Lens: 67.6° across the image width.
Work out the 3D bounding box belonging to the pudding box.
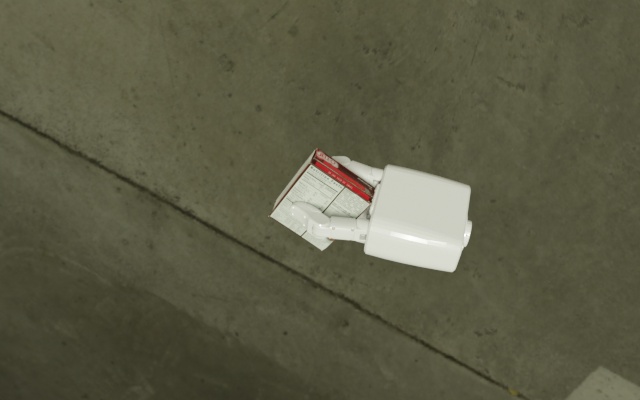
[{"bbox_3d":[0.000,0.002,0.596,0.090,0.113,0.039,35,37,-9],"label":"pudding box"}]
